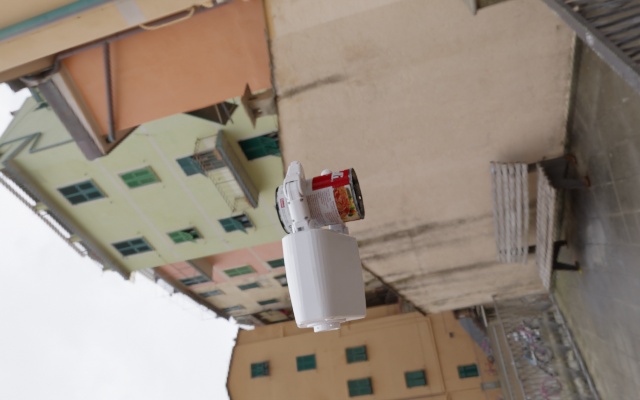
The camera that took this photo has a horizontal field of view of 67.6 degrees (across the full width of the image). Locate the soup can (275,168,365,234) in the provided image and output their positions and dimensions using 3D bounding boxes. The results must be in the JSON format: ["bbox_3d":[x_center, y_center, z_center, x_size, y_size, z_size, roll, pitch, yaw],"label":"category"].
[{"bbox_3d":[0.000,0.002,0.618,0.102,0.068,0.068,-13,-3,12],"label":"soup can"}]
